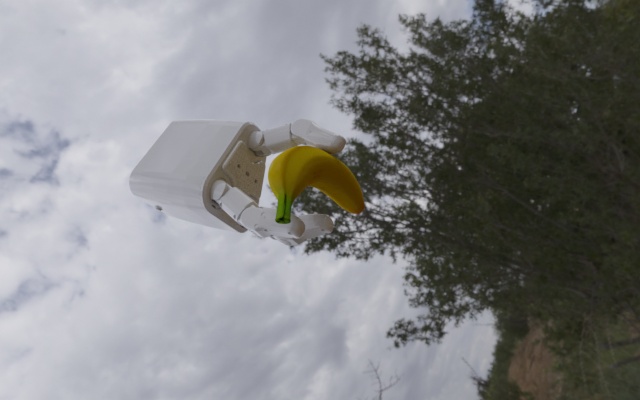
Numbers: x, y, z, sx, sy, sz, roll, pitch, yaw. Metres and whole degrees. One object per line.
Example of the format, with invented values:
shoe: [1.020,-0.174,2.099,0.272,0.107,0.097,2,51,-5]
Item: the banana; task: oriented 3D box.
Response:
banana: [-0.002,-0.017,0.464,0.037,0.069,0.198,-2,1,25]
